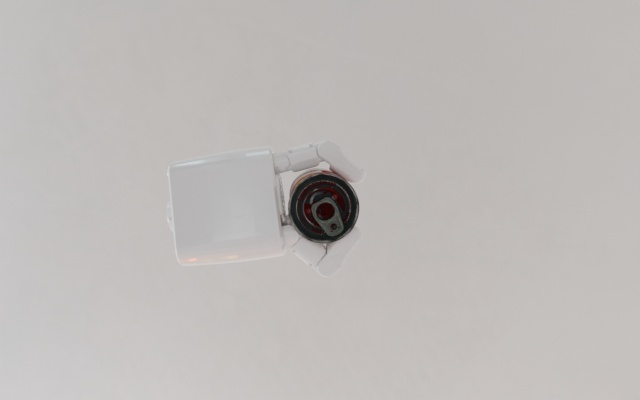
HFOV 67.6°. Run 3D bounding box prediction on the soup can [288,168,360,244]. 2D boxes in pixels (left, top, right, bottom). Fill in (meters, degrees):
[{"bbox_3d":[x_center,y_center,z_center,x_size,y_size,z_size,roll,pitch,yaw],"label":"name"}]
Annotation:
[{"bbox_3d":[0.001,0.001,0.499,0.068,0.068,0.102,0,7,-3],"label":"soup can"}]
